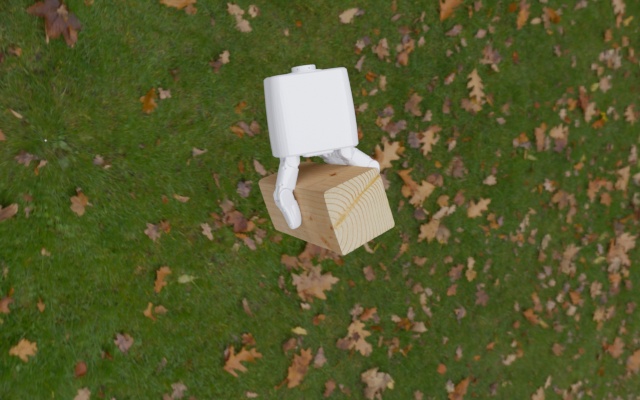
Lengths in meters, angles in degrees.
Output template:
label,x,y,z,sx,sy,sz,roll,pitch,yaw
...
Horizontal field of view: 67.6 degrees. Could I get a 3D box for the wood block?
label,x,y,z,sx,sy,sz,roll,pitch,yaw
wood block,0.000,0.002,0.700,0.091,0.090,0.206,-26,18,-25
